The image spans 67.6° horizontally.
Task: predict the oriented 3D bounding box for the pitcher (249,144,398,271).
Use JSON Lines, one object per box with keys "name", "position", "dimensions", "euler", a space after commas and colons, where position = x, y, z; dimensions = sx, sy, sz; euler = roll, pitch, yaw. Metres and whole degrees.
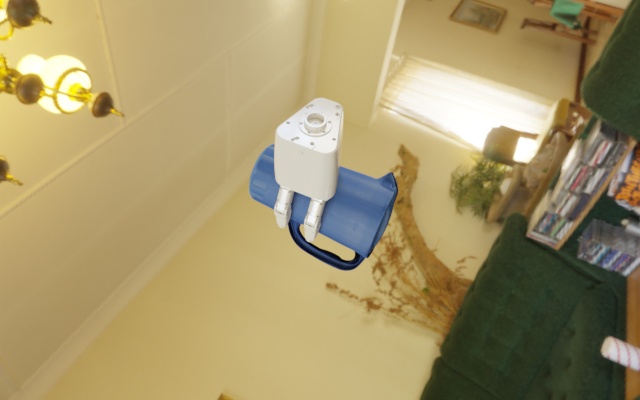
{"name": "pitcher", "position": [0.000, 0.003, 0.827], "dimensions": [0.243, 0.149, 0.145], "euler": [23, -33, 12]}
